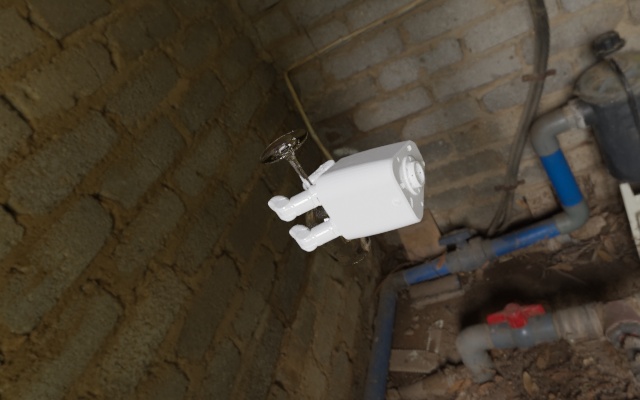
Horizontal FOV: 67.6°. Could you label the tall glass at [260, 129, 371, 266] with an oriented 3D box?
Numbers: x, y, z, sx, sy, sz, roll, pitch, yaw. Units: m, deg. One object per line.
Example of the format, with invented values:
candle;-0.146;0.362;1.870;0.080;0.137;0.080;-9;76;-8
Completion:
tall glass;0.000;0.002;0.674;0.079;0.201;0.079;-26;28;15
